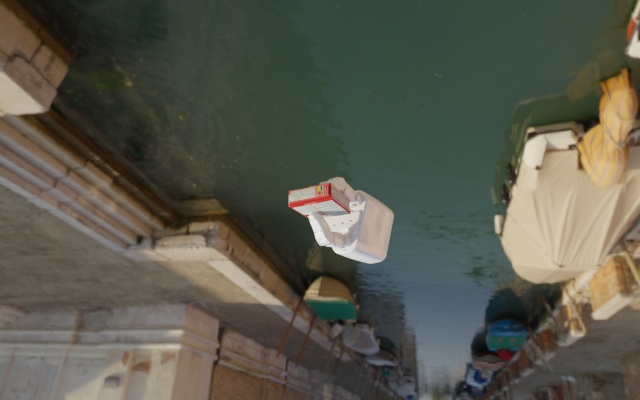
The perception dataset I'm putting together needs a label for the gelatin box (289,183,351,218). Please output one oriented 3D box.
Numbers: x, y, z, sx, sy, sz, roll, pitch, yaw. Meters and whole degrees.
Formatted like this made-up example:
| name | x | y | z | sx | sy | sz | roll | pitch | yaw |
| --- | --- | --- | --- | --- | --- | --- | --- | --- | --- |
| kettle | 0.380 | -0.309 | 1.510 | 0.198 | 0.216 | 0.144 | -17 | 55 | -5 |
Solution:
| name | x | y | z | sx | sy | sz | roll | pitch | yaw |
| --- | --- | --- | --- | --- | --- | --- | --- | --- | --- |
| gelatin box | 0.000 | 0.003 | 0.775 | 0.073 | 0.030 | 0.089 | -11 | -21 | 22 |
